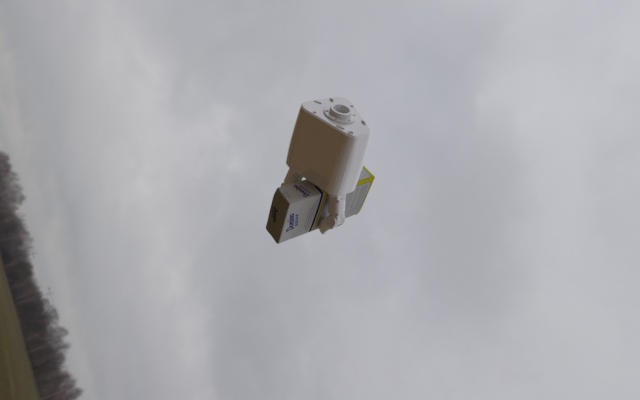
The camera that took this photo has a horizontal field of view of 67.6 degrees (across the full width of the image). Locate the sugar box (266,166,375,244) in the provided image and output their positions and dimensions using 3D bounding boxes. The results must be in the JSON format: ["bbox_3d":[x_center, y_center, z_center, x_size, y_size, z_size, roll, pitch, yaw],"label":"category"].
[{"bbox_3d":[0.000,0.002,0.780,0.176,0.093,0.048,-15,51,-34],"label":"sugar box"}]
